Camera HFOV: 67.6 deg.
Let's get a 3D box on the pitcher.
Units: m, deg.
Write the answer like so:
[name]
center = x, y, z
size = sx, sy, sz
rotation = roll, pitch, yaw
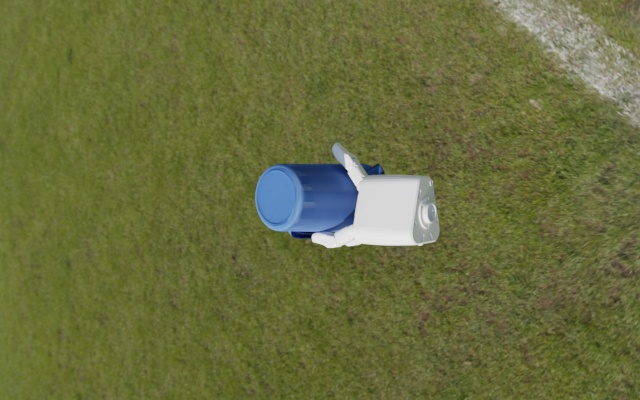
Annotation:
[pitcher]
center = 0.000, 0.003, 0.850
size = 0.145, 0.149, 0.243
rotation = 3, 2, 40
